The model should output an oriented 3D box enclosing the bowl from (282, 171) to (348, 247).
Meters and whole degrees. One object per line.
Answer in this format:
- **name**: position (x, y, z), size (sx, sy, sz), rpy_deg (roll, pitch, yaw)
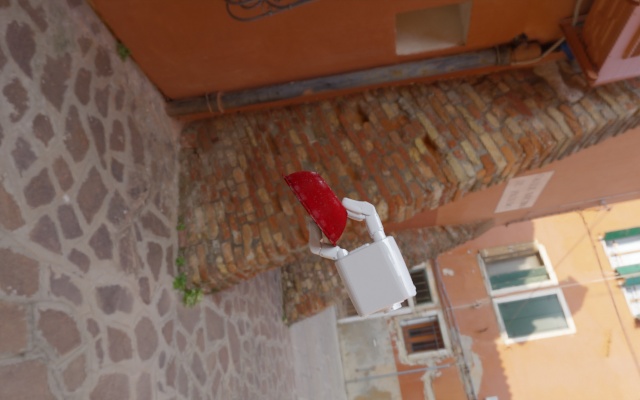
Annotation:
- **bowl**: position (0.000, 0.001, 0.849), size (0.055, 0.162, 0.162), rpy_deg (-37, 0, 0)
